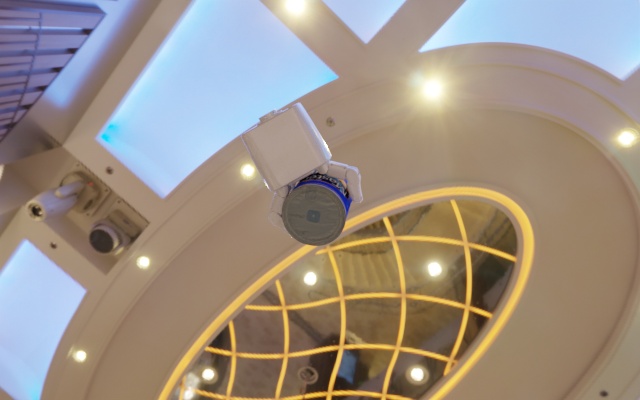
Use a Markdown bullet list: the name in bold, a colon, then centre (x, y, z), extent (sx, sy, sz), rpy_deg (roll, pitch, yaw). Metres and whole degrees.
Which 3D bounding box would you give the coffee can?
- **coffee can**: centre (0.000, 0.003, 0.811), extent (0.103, 0.103, 0.140), rpy_deg (0, 19, 10)
